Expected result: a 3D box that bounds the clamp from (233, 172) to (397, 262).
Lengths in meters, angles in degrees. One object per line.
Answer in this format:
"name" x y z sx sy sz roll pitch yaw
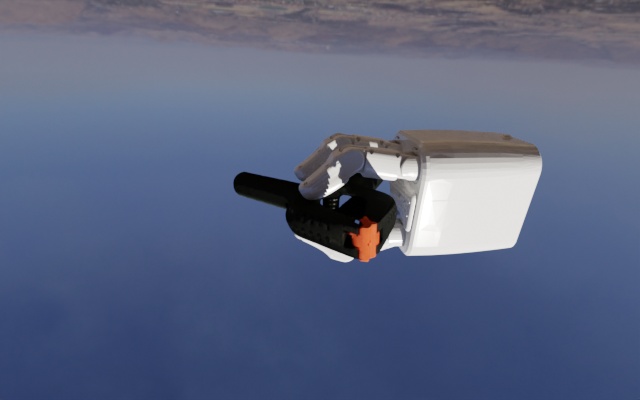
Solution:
"clamp" 0.000 0.002 0.436 0.164 0.036 0.210 -4 18 -6
